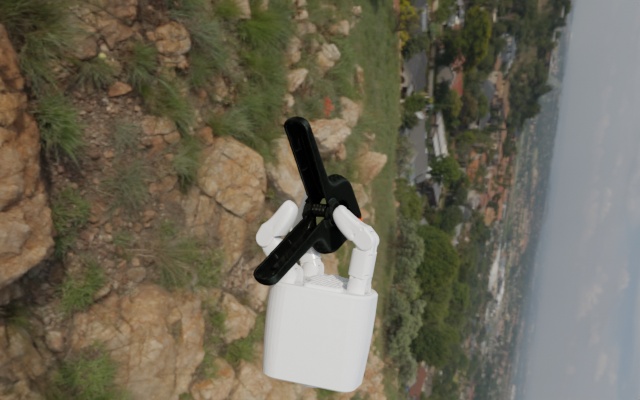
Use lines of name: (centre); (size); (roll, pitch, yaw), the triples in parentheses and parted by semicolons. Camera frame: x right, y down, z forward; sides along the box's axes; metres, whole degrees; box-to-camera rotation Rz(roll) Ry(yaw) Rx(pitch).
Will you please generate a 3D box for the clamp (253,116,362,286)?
clamp: (0.001, 0.002, 0.534); (0.036, 0.164, 0.210); (11, 4, 26)
